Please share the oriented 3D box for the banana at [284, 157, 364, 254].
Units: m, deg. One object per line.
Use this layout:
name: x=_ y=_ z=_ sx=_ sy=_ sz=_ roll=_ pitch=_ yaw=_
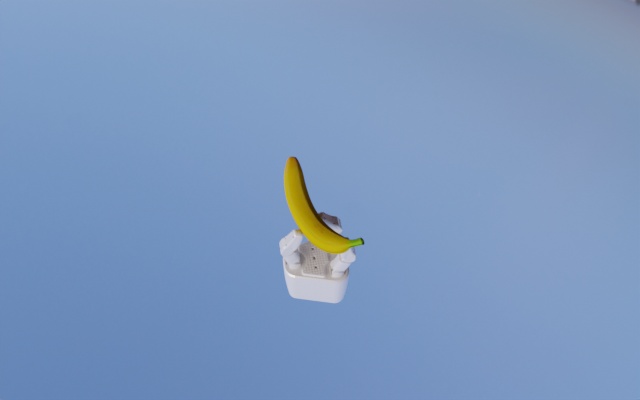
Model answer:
banana: x=-0.012 y=0.017 z=0.752 sx=0.069 sy=0.197 sz=0.037 roll=-42 pitch=-25 yaw=6
